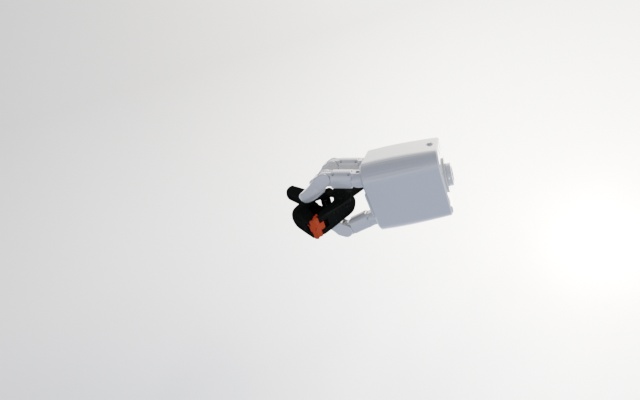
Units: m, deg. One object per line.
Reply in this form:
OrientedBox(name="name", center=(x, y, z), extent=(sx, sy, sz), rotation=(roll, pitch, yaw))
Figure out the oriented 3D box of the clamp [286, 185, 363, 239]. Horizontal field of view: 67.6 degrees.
OrientedBox(name="clamp", center=(0.000, 0.003, 0.722), extent=(0.164, 0.036, 0.210), rotation=(-13, 19, 20))
